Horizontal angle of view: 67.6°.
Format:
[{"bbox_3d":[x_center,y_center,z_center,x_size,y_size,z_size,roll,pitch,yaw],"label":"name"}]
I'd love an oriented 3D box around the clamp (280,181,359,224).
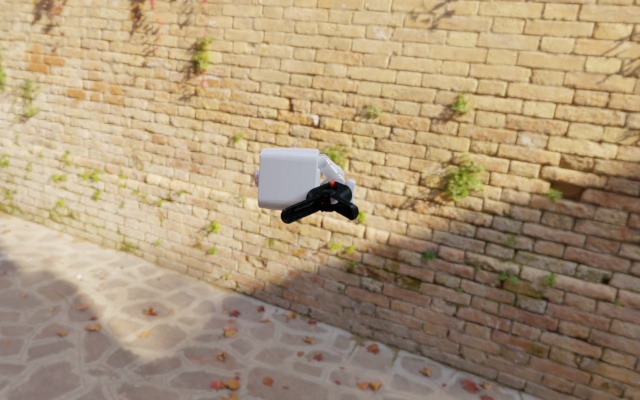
[{"bbox_3d":[0.000,0.002,0.786,0.120,0.039,0.171,0,14,2],"label":"clamp"}]
